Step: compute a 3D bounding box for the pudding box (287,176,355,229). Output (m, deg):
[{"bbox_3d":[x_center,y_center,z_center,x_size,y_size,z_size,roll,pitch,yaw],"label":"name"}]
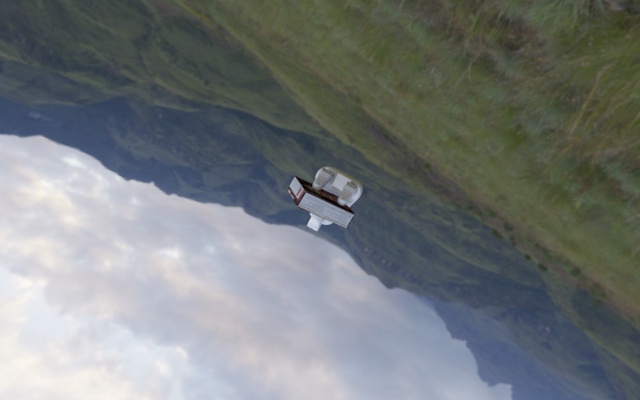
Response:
[{"bbox_3d":[0.000,0.003,0.900,0.113,0.039,0.090,23,12,-23],"label":"pudding box"}]
